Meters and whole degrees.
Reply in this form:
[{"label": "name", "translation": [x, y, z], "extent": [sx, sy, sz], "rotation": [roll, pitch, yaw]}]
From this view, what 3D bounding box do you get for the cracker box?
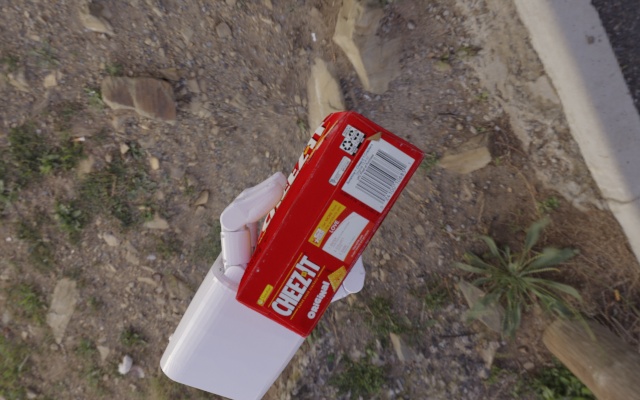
[{"label": "cracker box", "translation": [0.000, 0.002, 0.442], "extent": [0.072, 0.164, 0.213], "rotation": [30, 7, -7]}]
